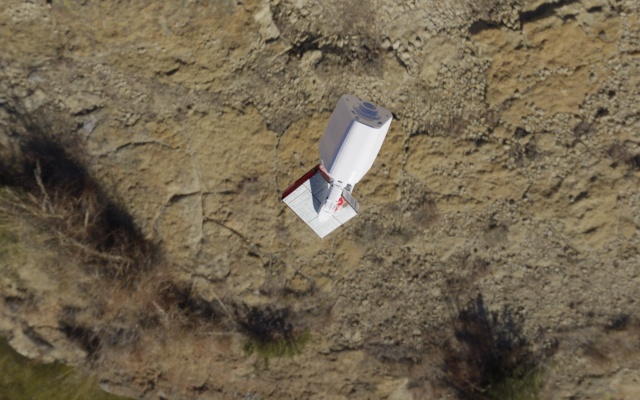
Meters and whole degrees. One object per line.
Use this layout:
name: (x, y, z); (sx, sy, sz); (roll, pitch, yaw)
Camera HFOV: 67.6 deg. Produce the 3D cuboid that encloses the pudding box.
pudding box: (0.000, 0.003, 0.847); (0.090, 0.113, 0.039); (-36, 20, 22)
